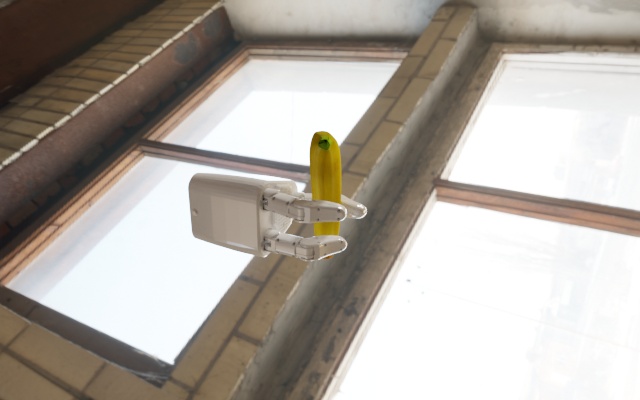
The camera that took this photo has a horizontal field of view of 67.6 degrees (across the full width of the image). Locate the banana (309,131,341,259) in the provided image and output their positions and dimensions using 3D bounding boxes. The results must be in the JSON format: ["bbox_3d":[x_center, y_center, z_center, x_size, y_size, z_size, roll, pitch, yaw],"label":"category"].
[{"bbox_3d":[0.004,-0.013,0.581,0.037,0.198,0.069,7,46,12],"label":"banana"}]
